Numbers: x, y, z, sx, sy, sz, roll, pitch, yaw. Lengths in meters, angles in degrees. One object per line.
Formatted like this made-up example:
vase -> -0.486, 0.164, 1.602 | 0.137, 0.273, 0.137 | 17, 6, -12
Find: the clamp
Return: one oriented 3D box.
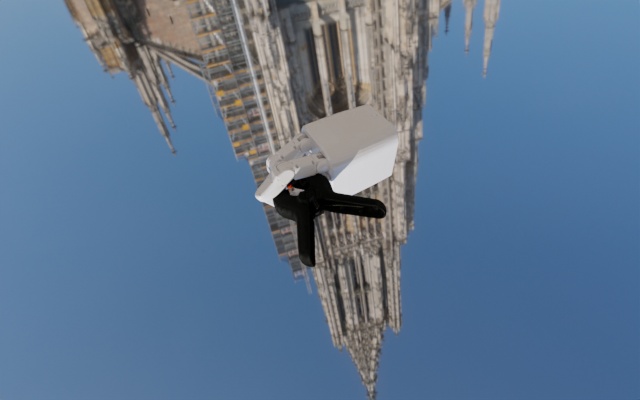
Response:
clamp -> 0.000, 0.002, 0.606 | 0.120, 0.039, 0.171 | -23, 44, -13
